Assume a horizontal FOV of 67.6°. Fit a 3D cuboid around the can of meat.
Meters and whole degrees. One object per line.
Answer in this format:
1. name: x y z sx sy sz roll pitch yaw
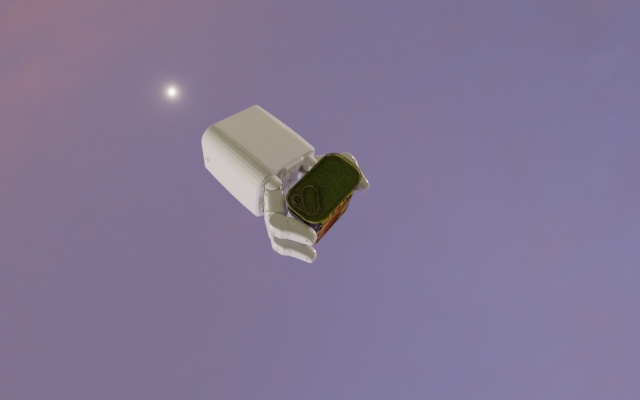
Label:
1. can of meat: 0.000 0.002 0.614 0.057 0.102 0.084 38 -26 12
